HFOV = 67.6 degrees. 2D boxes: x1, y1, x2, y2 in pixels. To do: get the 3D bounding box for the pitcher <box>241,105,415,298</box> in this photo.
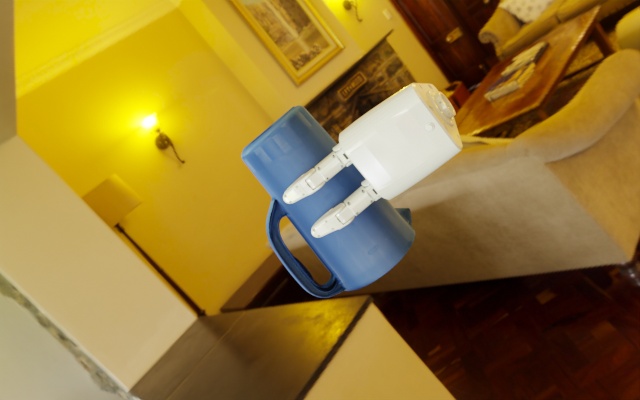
[{"bbox_3d":[0.000,0.002,0.650,0.145,0.243,0.149,-34,13,31],"label":"pitcher"}]
